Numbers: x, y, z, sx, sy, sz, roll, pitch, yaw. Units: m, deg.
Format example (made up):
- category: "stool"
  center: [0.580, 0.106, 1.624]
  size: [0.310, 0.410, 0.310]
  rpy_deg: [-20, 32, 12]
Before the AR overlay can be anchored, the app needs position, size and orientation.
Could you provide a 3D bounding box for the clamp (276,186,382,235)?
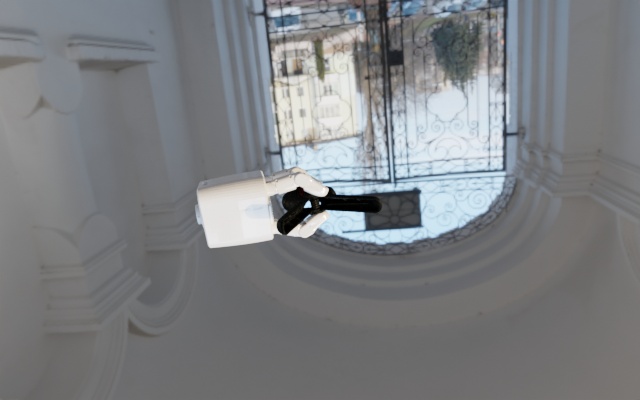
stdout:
- category: "clamp"
  center: [0.000, 0.003, 0.791]
  size: [0.164, 0.036, 0.210]
  rpy_deg: [-10, 15, -8]
